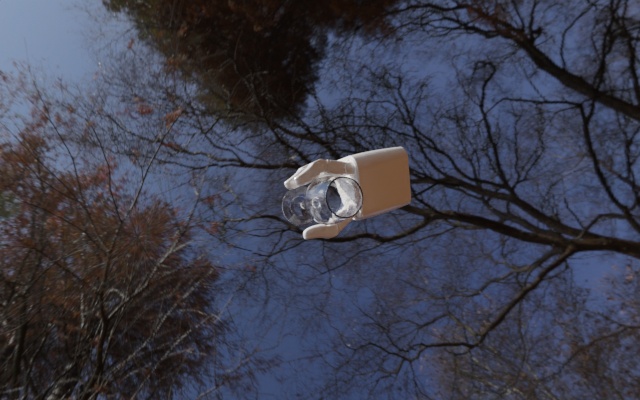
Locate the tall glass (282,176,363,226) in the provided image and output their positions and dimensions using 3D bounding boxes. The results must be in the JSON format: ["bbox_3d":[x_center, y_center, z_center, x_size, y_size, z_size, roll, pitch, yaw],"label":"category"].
[{"bbox_3d":[0.000,0.003,0.795,0.079,0.079,0.201,0,-4,-21],"label":"tall glass"}]
